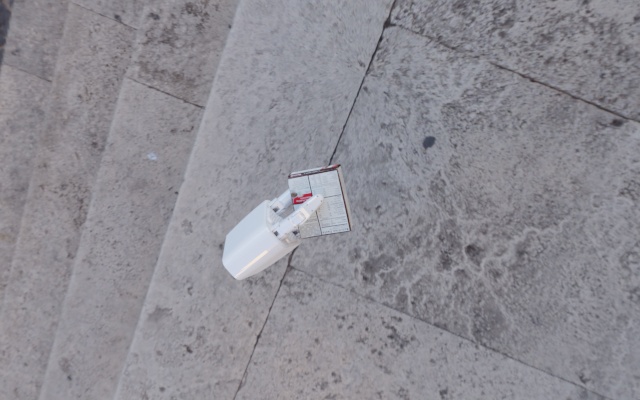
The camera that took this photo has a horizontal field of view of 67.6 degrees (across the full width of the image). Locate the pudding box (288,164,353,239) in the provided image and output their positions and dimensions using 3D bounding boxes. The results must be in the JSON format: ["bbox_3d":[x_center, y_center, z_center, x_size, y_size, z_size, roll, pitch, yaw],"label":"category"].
[{"bbox_3d":[0.000,0.003,0.798,0.090,0.113,0.039,-10,15,11],"label":"pudding box"}]
